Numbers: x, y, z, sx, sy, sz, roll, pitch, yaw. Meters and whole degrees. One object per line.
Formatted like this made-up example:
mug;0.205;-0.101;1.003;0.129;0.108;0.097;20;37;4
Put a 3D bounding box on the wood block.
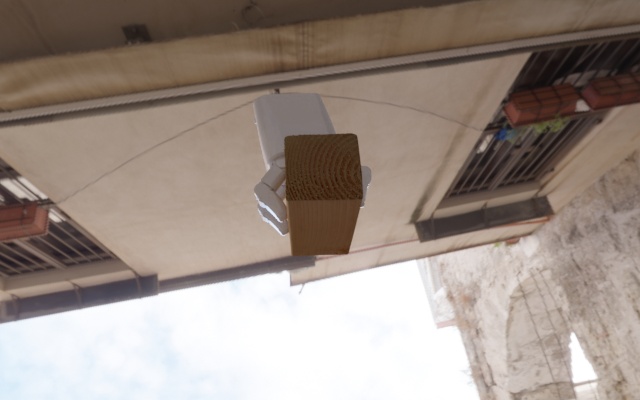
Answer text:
wood block;0.000;0.002;0.651;0.091;0.090;0.206;-2;-24;-2
